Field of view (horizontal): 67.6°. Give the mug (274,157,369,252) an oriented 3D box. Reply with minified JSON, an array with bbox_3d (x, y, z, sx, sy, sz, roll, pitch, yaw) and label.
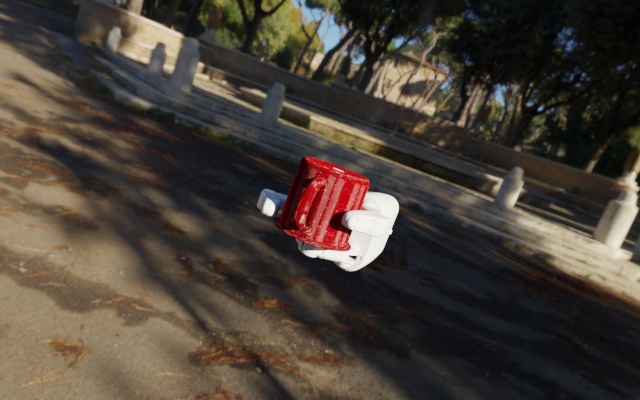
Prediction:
[{"bbox_3d":[0.000,0.002,0.522,0.093,0.081,0.117,23,9,18],"label":"mug"}]
